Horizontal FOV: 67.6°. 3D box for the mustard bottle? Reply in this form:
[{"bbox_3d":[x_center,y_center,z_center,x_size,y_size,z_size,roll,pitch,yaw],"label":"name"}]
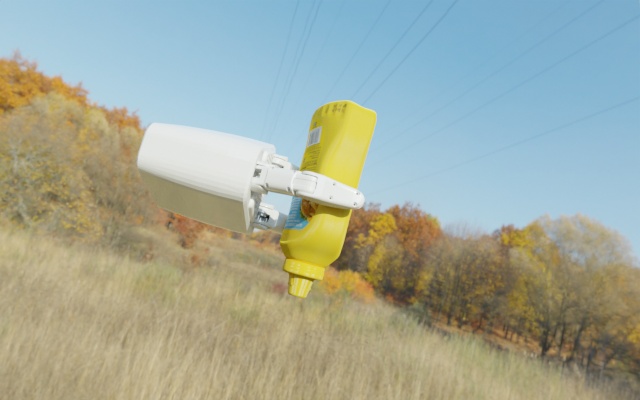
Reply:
[{"bbox_3d":[0.000,0.001,0.479,0.058,0.191,0.096,19,-10,-22],"label":"mustard bottle"}]
